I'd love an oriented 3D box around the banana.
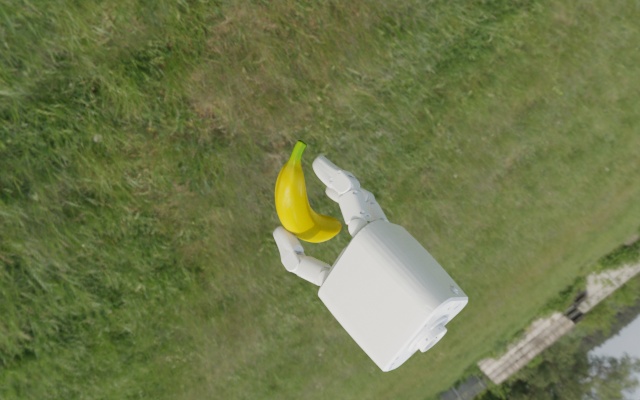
[{"bbox_3d":[-0.014,0.012,0.565,0.037,0.069,0.198,42,-12,29],"label":"banana"}]
